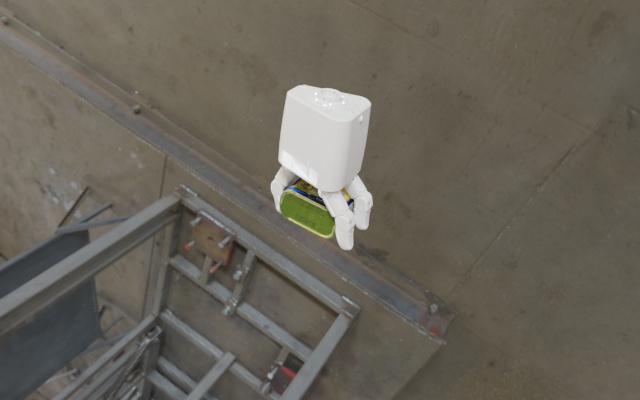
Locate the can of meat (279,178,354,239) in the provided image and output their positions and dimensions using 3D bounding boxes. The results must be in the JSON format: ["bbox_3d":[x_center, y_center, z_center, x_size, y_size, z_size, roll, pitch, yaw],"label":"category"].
[{"bbox_3d":[0.000,0.003,0.717,0.102,0.057,0.084,26,38,17],"label":"can of meat"}]
